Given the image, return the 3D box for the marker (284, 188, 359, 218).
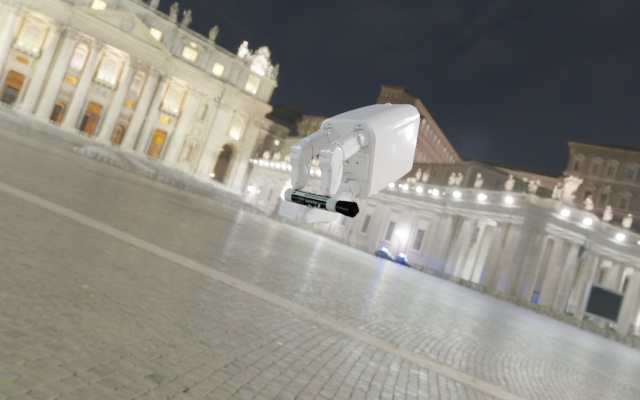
[{"bbox_3d":[0.000,0.002,0.585,0.020,0.020,0.121,0,9,-44],"label":"marker"}]
